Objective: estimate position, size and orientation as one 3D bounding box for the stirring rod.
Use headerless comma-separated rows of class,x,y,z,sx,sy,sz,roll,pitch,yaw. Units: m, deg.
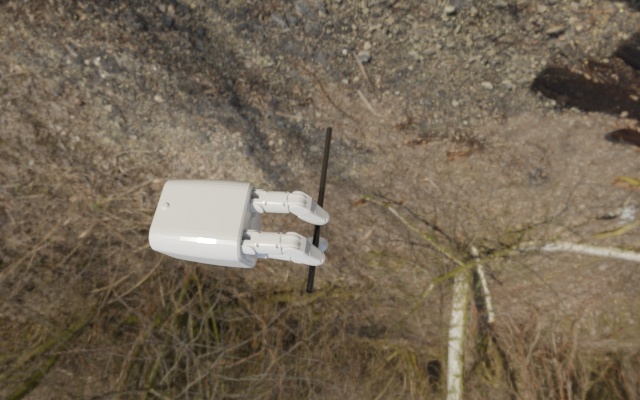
stirring rod,0.000,0.002,0.609,0.011,0.239,0.011,5,-31,3
